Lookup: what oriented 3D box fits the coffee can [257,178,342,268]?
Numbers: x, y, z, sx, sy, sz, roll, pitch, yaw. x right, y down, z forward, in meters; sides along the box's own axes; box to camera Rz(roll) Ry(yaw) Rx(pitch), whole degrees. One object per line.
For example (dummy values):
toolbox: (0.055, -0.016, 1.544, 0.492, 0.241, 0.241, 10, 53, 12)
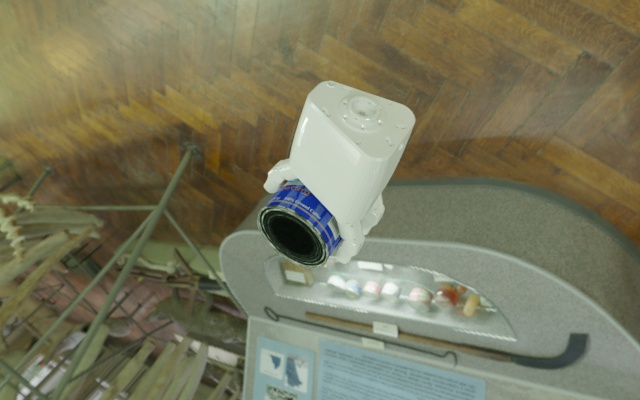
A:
coffee can: (0.000, 0.002, 0.617, 0.103, 0.103, 0.140, 0, 40, 41)
